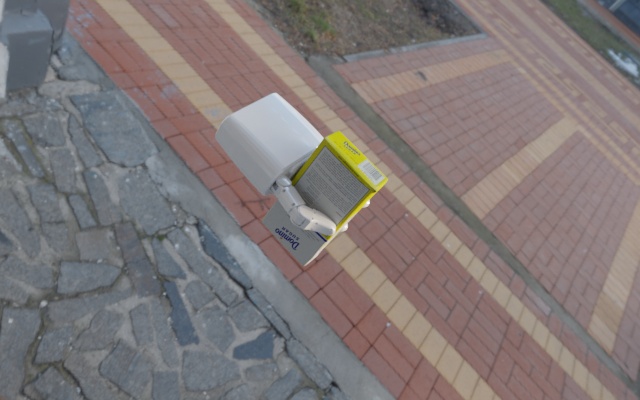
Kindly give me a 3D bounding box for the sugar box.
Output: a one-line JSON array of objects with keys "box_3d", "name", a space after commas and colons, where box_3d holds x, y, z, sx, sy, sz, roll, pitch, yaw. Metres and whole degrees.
[{"box_3d": [0.000, 0.002, 0.644, 0.048, 0.093, 0.176, -35, -11, -50], "name": "sugar box"}]
